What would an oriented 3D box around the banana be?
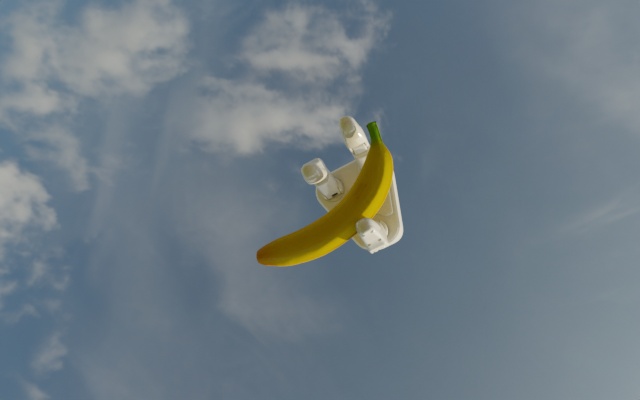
[{"bbox_3d":[0.016,0.012,0.516,0.069,0.198,0.037,42,6,7],"label":"banana"}]
